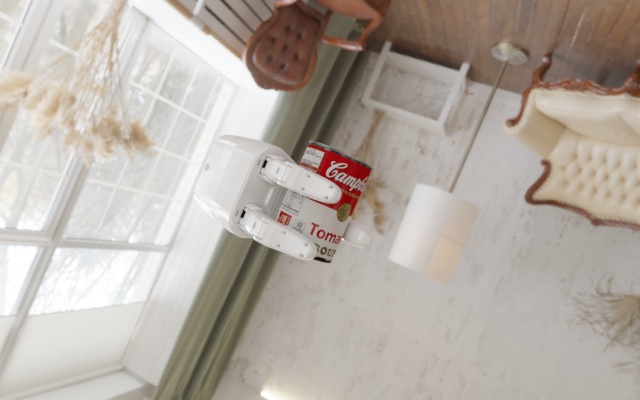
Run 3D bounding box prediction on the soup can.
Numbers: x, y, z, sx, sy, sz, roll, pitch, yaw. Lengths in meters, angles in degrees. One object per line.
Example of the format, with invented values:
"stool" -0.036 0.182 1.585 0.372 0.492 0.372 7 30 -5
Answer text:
"soup can" 0.000 0.002 0.467 0.068 0.102 0.068 23 1 0
